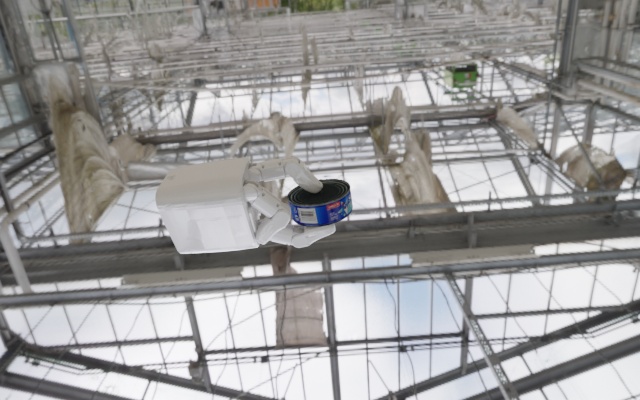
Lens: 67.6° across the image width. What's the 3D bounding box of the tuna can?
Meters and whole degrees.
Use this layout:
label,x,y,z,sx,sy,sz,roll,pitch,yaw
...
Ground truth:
label,x,y,z,sx,sy,sz,roll,pitch,yaw
tuna can,0.000,0.003,0.642,0.086,0.034,0.086,-9,23,4
